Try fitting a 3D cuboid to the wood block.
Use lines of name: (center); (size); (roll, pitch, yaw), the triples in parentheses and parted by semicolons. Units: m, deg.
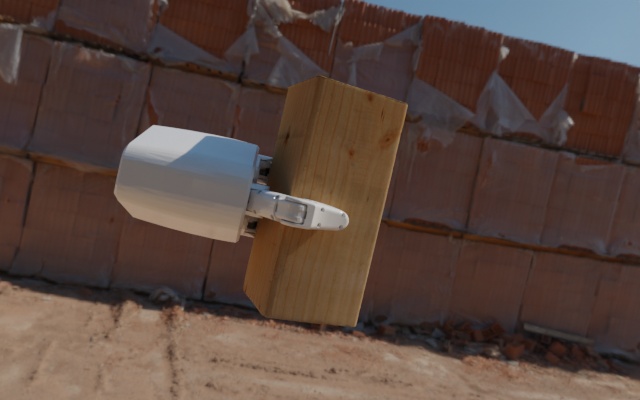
wood block: (0.000, 0.001, 0.449); (0.090, 0.206, 0.091); (12, 2, -22)
